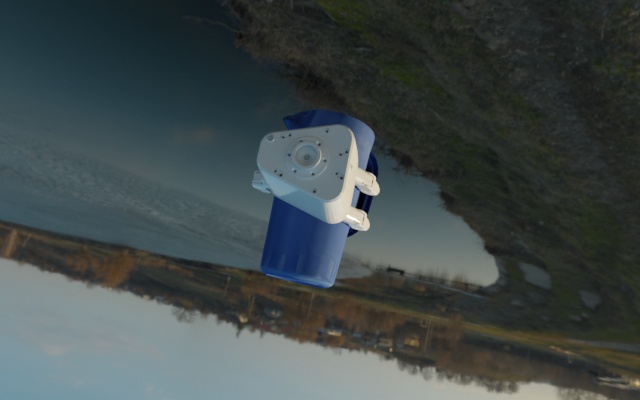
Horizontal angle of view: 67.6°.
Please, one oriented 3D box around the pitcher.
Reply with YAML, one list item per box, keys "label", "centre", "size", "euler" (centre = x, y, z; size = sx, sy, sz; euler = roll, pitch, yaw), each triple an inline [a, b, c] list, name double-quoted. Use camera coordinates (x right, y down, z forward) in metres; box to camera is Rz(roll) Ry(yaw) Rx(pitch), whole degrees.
- label: "pitcher"
  centre: [0.000, 0.002, 0.707]
  size: [0.149, 0.242, 0.145]
  euler: [12, -12, 7]
